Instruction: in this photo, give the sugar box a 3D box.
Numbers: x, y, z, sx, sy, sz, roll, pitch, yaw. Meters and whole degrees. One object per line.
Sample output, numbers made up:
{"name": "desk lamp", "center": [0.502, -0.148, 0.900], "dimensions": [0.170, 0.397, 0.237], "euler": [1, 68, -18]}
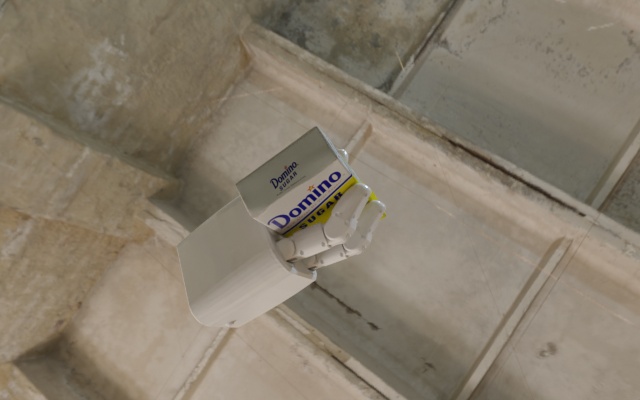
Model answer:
{"name": "sugar box", "center": [0.000, 0.002, 0.483], "dimensions": [0.093, 0.048, 0.176], "euler": [-35, -24, 8]}
